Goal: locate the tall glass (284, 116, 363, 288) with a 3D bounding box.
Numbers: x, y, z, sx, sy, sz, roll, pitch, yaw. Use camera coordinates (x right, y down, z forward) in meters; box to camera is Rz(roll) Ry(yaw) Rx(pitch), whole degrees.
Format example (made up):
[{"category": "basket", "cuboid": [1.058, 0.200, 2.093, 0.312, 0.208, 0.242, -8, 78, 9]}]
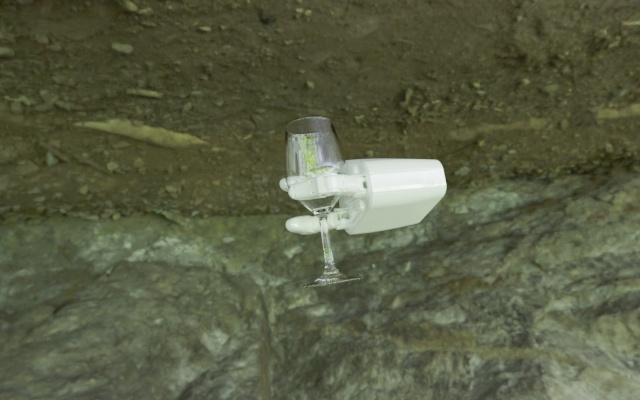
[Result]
[{"category": "tall glass", "cuboid": [0.000, 0.003, 0.586, 0.079, 0.201, 0.079, -9, -9, -1]}]
